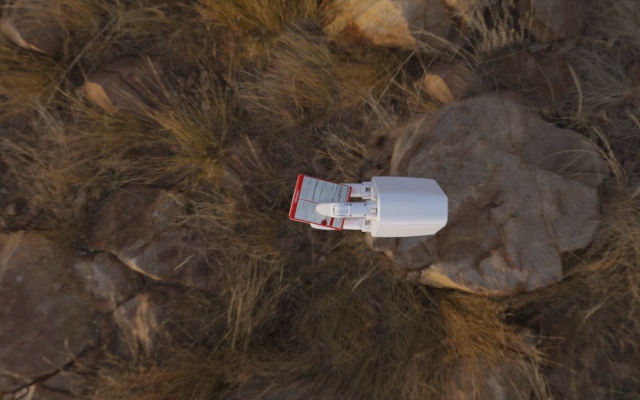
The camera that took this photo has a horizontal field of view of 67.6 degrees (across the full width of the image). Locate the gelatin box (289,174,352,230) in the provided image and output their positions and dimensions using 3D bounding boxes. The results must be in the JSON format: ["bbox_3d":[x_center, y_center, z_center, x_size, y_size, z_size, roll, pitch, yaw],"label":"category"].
[{"bbox_3d":[0.000,0.002,0.768,0.089,0.073,0.030,13,3,-5],"label":"gelatin box"}]
